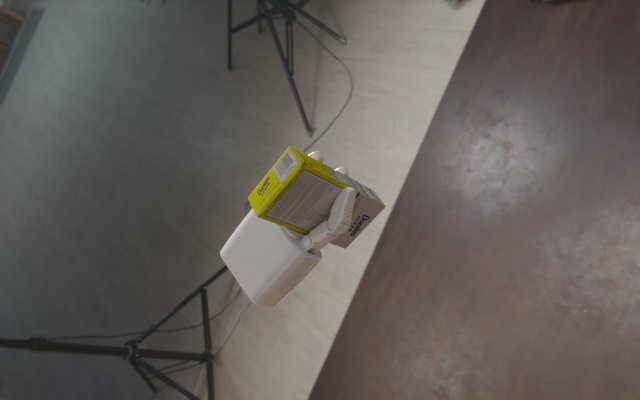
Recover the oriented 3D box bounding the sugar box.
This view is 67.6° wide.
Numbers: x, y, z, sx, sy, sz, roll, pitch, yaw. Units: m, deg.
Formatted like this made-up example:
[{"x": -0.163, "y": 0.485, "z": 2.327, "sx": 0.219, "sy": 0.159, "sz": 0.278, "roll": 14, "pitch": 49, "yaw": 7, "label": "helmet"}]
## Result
[{"x": 0.000, "y": 0.002, "z": 0.646, "sx": 0.176, "sy": 0.093, "sz": 0.048, "roll": 24, "pitch": 25, "yaw": -46, "label": "sugar box"}]
